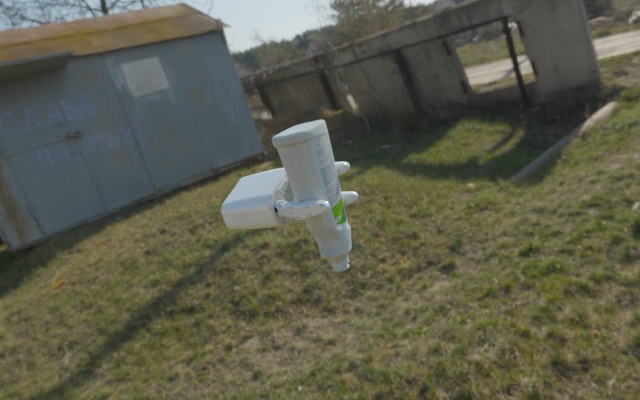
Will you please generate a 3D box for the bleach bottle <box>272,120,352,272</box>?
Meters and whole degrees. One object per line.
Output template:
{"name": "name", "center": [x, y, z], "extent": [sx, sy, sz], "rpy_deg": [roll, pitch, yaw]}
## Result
{"name": "bleach bottle", "center": [0.000, 0.002, 0.776], "extent": [0.068, 0.251, 0.102], "rpy_deg": [-7, 18, 27]}
